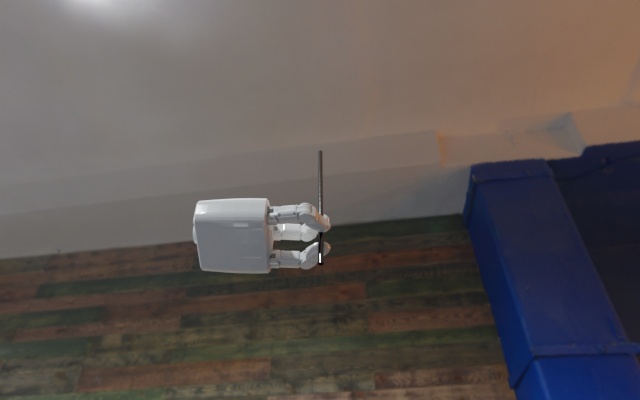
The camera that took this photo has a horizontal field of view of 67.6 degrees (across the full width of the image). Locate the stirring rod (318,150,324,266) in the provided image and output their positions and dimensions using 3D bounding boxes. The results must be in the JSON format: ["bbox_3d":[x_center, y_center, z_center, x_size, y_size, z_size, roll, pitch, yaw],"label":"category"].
[{"bbox_3d":[0.000,0.003,0.764,0.011,0.239,0.011,0,-43,0],"label":"stirring rod"}]
